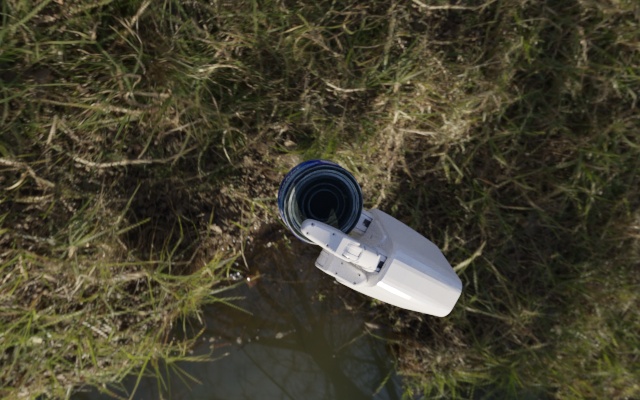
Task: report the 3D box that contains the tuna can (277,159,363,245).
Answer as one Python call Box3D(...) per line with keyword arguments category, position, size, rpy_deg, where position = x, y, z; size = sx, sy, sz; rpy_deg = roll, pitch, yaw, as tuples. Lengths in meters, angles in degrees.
Box3D(category="tuna can", position=(0.000, 0.002, 0.493), size=(0.086, 0.086, 0.033), rpy_deg=(0, 13, -14))
